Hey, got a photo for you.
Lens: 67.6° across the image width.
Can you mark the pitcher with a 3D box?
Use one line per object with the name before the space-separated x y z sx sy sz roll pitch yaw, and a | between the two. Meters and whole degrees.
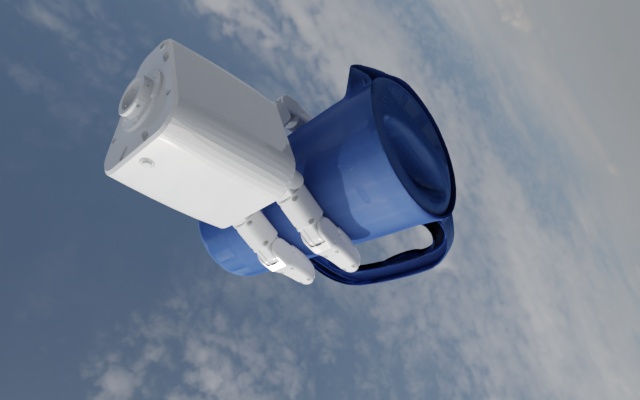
pitcher | 0.000 0.001 0.462 0.243 0.149 0.145 -25 -38 34
